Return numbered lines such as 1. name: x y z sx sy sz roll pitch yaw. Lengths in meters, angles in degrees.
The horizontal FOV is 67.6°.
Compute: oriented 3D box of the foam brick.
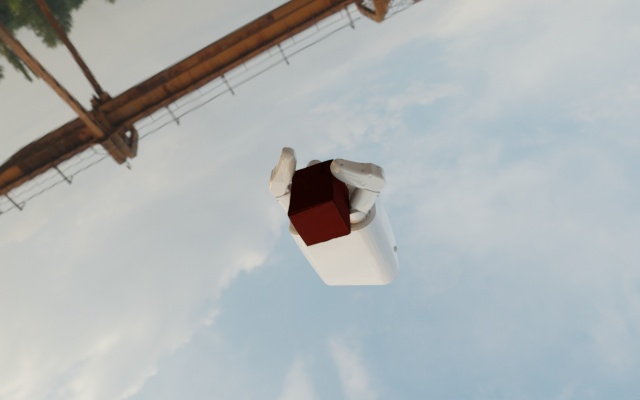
1. foam brick: 0.000 0.002 0.518 0.053 0.051 0.078 -17 36 15
